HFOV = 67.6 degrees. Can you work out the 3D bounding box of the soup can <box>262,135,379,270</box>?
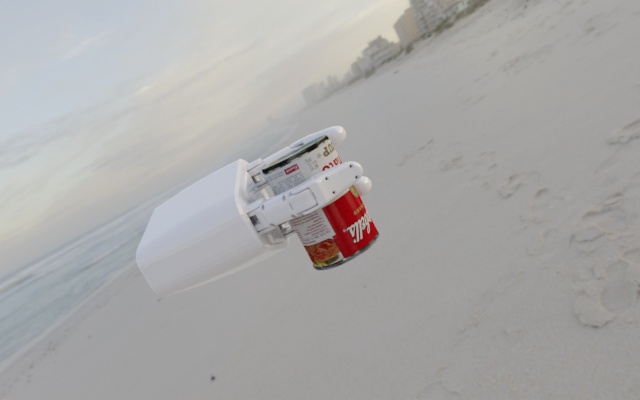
[{"bbox_3d":[0.000,0.001,0.428,0.068,0.102,0.068,-27,10,5],"label":"soup can"}]
